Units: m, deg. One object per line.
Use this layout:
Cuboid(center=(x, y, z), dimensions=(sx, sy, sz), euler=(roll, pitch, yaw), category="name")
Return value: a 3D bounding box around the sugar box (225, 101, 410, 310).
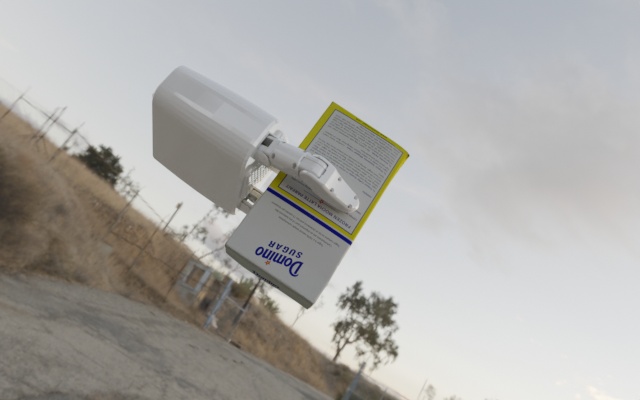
Cuboid(center=(0.000, 0.001, 0.445), dimensions=(0.093, 0.176, 0.048), euler=(34, -20, 4), category="sugar box")
